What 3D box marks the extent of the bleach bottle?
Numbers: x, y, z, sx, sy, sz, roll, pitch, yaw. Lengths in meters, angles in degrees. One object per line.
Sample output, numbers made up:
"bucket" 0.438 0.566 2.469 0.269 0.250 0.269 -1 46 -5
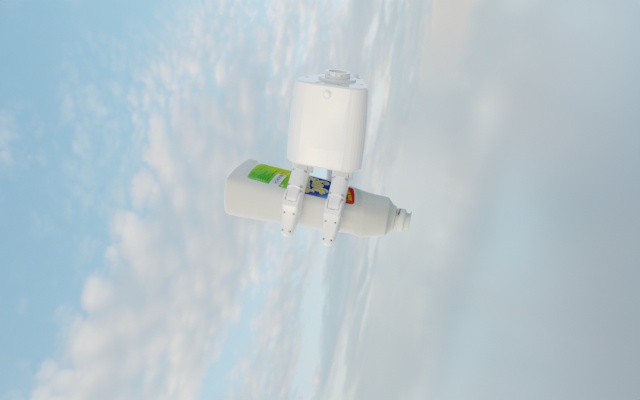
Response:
"bleach bottle" 0.000 0.002 0.665 0.251 0.068 0.102 11 24 11
